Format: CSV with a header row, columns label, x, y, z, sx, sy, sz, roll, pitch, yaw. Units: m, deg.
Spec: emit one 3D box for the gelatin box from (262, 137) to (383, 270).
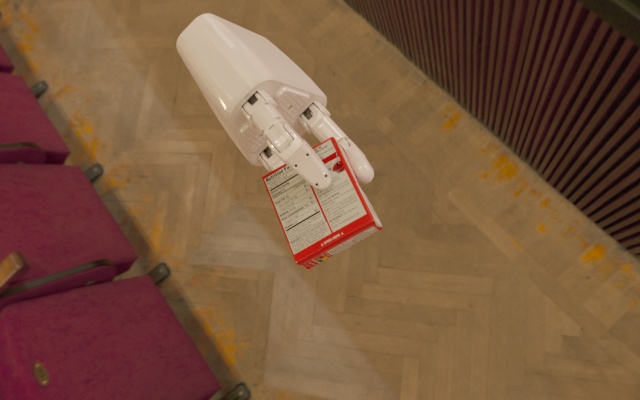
label,x,y,z,sx,sy,sz,roll,pitch,yaw
gelatin box,0.000,0.001,0.401,0.073,0.089,0.030,-30,-27,12
